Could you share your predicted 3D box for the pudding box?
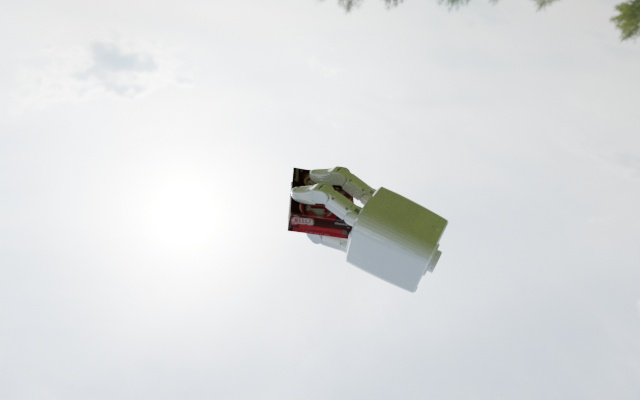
[{"bbox_3d":[0.000,0.002,0.686,0.090,0.039,0.113,9,35,-8],"label":"pudding box"}]
